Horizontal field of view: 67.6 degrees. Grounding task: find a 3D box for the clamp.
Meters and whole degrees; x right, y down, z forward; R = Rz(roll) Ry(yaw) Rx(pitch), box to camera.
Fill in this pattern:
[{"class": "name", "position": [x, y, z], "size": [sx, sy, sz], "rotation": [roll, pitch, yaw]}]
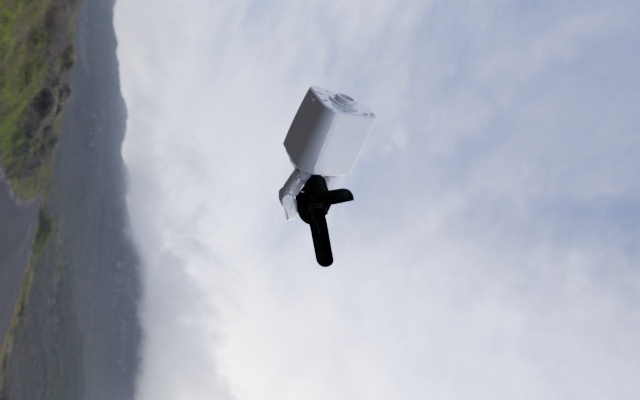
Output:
[{"class": "clamp", "position": [0.001, 0.002, 0.714], "size": [0.039, 0.120, 0.171], "rotation": [10, 31, -30]}]
